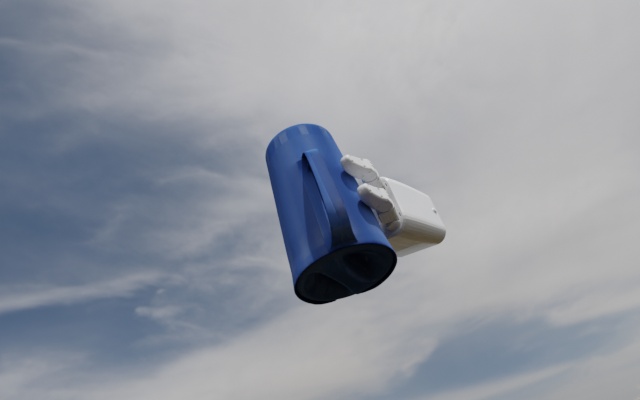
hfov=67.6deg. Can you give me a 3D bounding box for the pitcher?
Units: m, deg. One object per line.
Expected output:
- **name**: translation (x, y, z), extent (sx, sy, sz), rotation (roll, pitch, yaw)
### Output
- **pitcher**: translation (0.000, 0.002, 0.648), extent (0.145, 0.242, 0.149), rotation (17, -51, -39)
